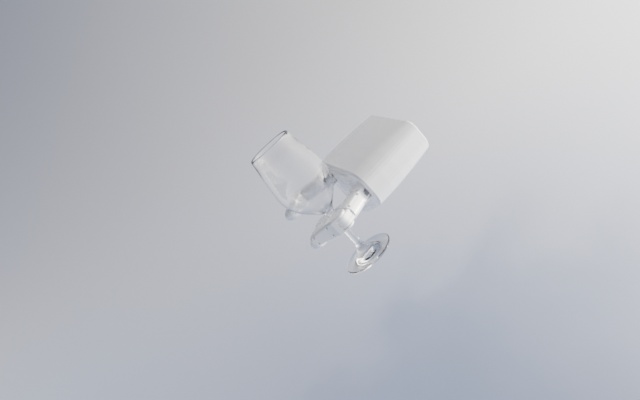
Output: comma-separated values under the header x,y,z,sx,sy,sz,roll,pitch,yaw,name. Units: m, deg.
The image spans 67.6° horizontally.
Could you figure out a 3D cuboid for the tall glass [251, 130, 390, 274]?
x,y,z,sx,sy,sz,roll,pitch,yaw,name
0.000,0.003,0.626,0.079,0.201,0.079,-40,15,13,tall glass
